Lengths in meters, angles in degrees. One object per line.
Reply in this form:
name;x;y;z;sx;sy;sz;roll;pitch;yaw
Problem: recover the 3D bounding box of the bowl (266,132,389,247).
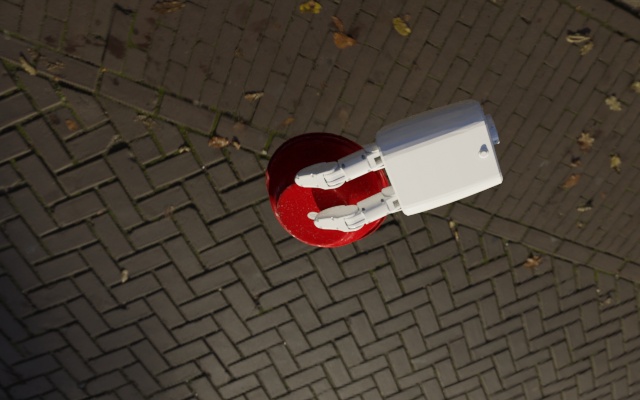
bowl;-0.001;0.003;0.577;0.162;0.162;0.055;0;33;20
